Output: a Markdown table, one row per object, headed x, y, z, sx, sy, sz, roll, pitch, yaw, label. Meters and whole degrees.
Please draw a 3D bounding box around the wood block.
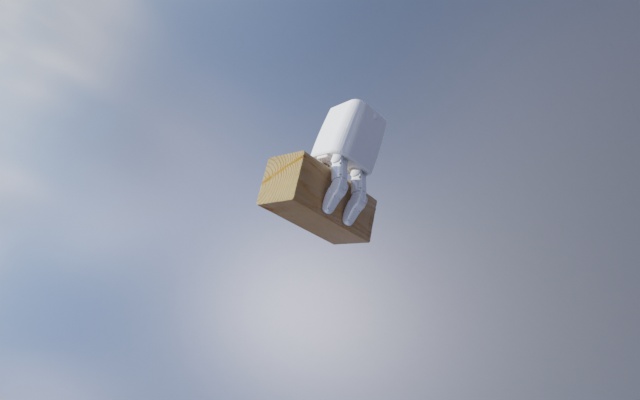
| x | y | z | sx | sy | sz | roll | pitch | yaw | label |
| --- | --- | --- | --- | --- | --- | --- | --- | --- | --- |
| 0.000 | 0.002 | 0.846 | 0.091 | 0.090 | 0.206 | -7 | -27 | 42 | wood block |
